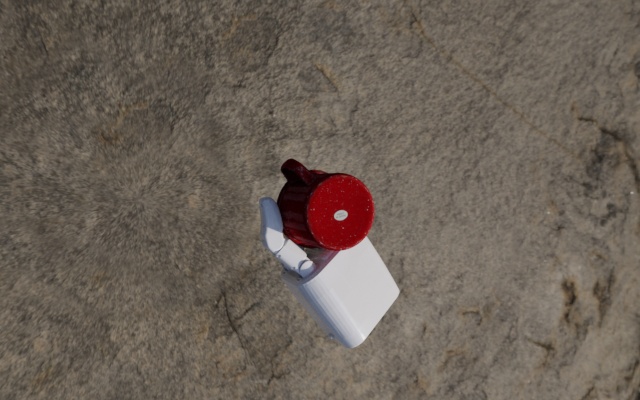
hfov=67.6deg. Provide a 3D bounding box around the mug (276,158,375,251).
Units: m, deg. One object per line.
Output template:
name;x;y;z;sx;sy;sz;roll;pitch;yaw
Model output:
mug;-0.001;0.001;0.522;0.093;0.117;0.081;-40;15;-16
